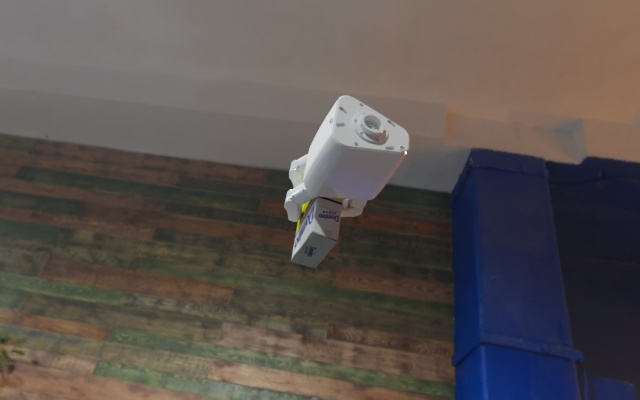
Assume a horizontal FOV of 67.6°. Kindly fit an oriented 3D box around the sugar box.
[{"bbox_3d":[0.000,0.002,0.718,0.048,0.176,0.093,20,-38,-11],"label":"sugar box"}]
